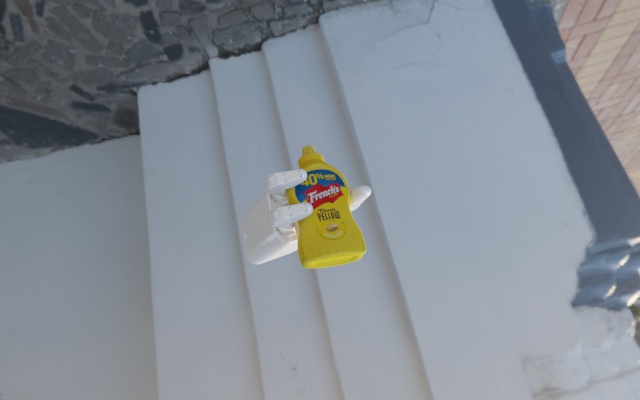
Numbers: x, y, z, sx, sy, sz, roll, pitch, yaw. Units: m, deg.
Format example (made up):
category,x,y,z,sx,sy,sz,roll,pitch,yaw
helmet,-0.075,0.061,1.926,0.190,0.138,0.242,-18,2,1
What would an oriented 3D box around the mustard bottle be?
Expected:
category,x,y,z,sx,sy,sz,roll,pitch,yaw
mustard bottle,0.000,0.002,0.721,0.096,0.191,0.058,-7,-24,-15
